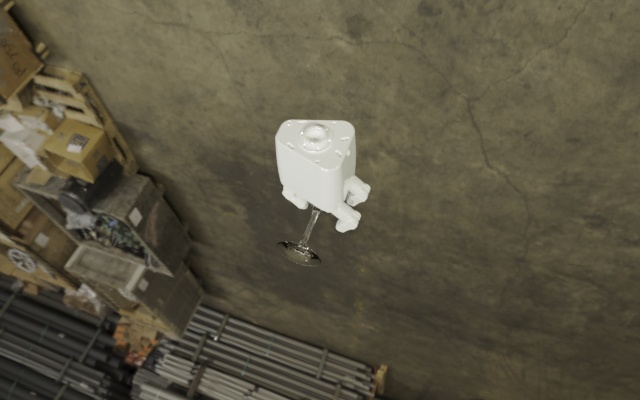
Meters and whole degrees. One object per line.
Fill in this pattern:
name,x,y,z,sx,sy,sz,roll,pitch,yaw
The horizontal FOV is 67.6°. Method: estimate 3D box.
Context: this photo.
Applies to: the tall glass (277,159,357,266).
tall glass,0.000,0.003,0.786,0.079,0.201,0.079,17,-29,10
